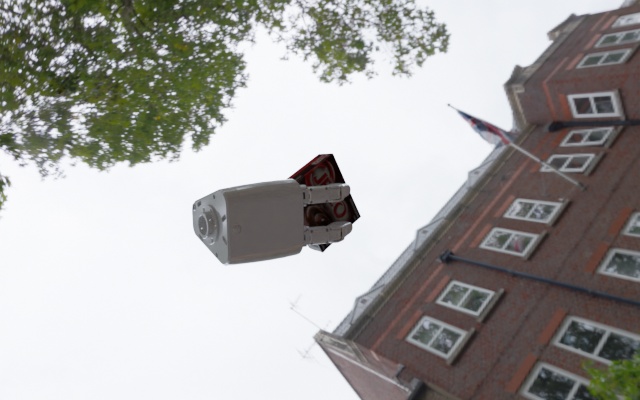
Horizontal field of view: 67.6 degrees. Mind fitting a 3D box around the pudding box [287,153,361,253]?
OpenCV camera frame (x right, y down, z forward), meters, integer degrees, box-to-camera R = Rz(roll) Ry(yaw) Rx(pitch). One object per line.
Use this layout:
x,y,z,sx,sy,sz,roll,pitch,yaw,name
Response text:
0.000,0.002,0.679,0.090,0.113,0.039,-40,29,-30,pudding box
